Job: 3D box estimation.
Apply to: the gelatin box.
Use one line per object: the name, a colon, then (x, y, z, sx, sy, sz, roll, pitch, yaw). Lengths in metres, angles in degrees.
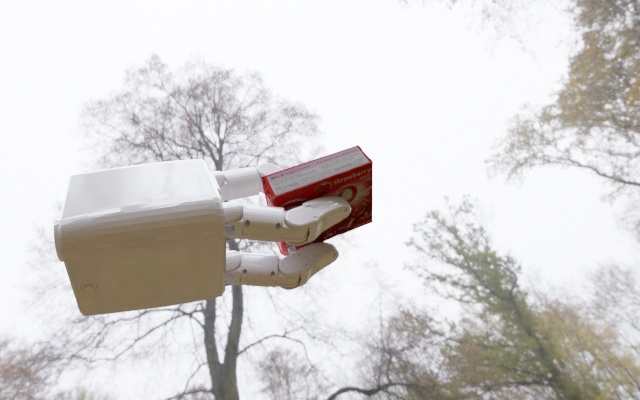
gelatin box: (0.000, 0.001, 0.403, 0.089, 0.073, 0.030, -20, 47, -13)
